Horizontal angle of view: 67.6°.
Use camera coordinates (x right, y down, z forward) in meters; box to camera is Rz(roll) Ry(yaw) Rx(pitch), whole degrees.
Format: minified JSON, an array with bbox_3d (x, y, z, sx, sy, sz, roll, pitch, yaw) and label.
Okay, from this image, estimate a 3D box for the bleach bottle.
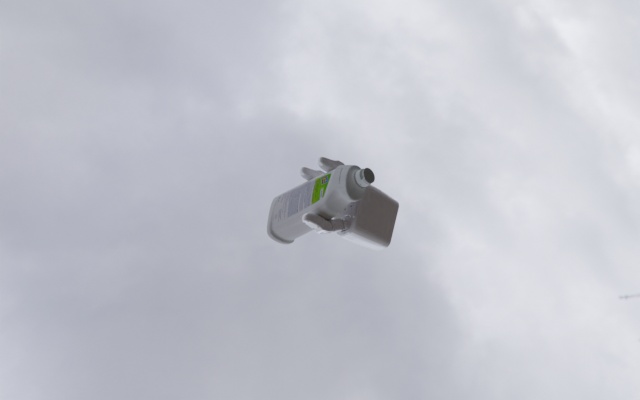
[{"bbox_3d":[0.000,0.003,0.892,0.068,0.102,0.251,26,-34,-33],"label":"bleach bottle"}]
